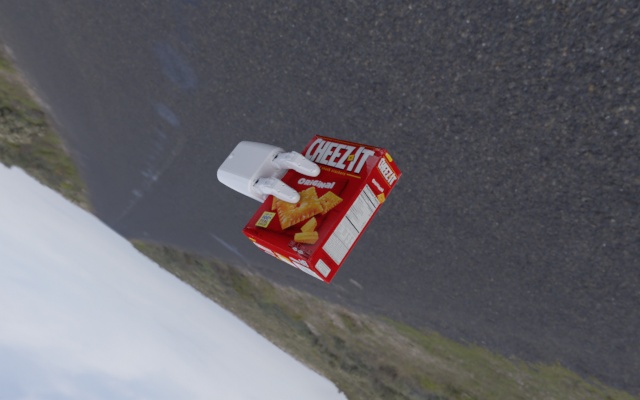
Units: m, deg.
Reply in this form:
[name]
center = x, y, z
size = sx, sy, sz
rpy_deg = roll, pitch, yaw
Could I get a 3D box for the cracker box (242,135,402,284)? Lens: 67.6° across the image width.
[cracker box]
center = 0.000, 0.003, 0.758
size = 0.164, 0.213, 0.072
rpy_deg = 19, -23, 43
